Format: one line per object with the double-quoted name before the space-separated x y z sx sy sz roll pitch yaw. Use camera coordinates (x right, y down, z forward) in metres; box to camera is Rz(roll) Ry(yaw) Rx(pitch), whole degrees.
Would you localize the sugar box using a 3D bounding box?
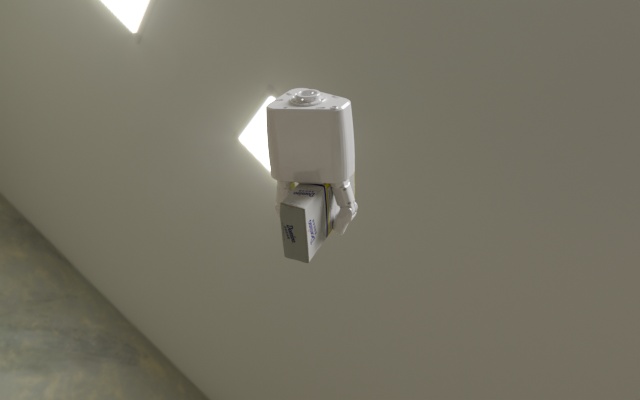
"sugar box" 0.000 0.002 0.707 0.048 0.093 0.176 13 35 24
